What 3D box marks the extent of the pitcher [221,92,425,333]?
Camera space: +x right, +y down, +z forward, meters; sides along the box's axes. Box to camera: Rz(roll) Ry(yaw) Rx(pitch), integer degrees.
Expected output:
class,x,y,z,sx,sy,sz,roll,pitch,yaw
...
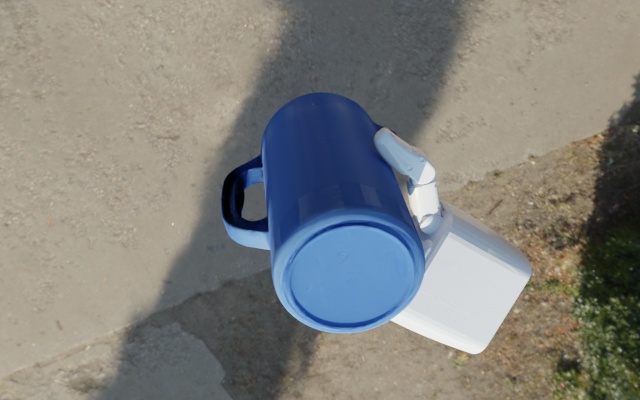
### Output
class,x,y,z,sx,sy,sz,roll,pitch,yaw
pitcher,0.000,0.001,0.431,0.145,0.149,0.242,29,21,-19
